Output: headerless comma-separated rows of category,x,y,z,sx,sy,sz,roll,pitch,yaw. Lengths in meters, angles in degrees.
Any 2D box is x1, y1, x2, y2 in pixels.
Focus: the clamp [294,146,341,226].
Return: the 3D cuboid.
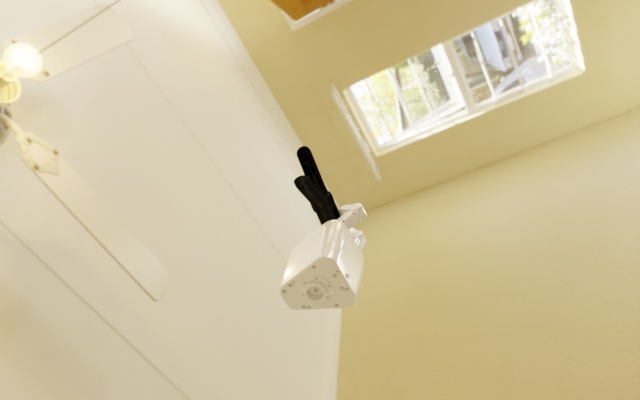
clamp,0.000,0.003,0.778,0.039,0.171,0.120,-22,20,19
